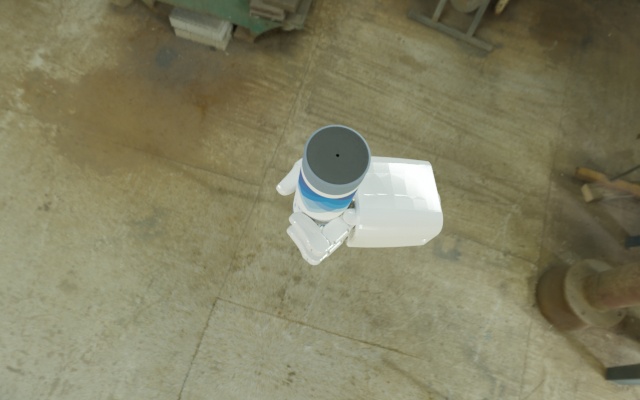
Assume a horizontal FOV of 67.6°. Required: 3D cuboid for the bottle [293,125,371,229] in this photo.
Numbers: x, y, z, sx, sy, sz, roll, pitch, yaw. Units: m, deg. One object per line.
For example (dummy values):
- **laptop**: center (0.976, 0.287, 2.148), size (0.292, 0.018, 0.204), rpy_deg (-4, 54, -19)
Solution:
- **bottle**: center (0.000, 0.002, 0.603), size (0.069, 0.069, 0.296), rpy_deg (0, -18, -7)
